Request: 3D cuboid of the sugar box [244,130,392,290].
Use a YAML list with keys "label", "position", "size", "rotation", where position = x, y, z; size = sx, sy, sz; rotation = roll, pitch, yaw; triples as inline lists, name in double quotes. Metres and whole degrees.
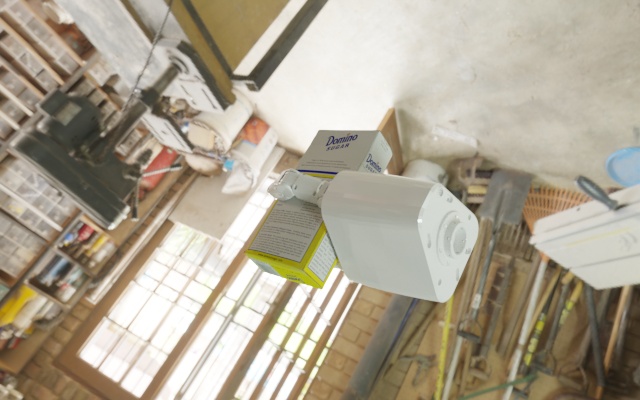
- label: "sugar box"
  position: [0.000, 0.002, 0.515]
  size: [0.093, 0.176, 0.048]
  rotation: [9, -32, 42]
